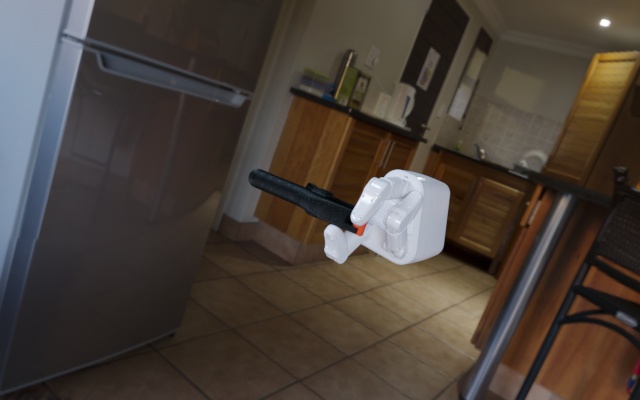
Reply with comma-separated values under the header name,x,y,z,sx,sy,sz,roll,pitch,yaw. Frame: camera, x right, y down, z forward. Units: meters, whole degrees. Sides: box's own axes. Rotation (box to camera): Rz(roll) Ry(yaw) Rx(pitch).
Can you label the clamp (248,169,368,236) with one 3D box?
name,x,y,z,sx,sy,sz,roll,pitch,yaw
clamp,0.000,0.002,0.621,0.171,0.039,0.120,28,16,32
